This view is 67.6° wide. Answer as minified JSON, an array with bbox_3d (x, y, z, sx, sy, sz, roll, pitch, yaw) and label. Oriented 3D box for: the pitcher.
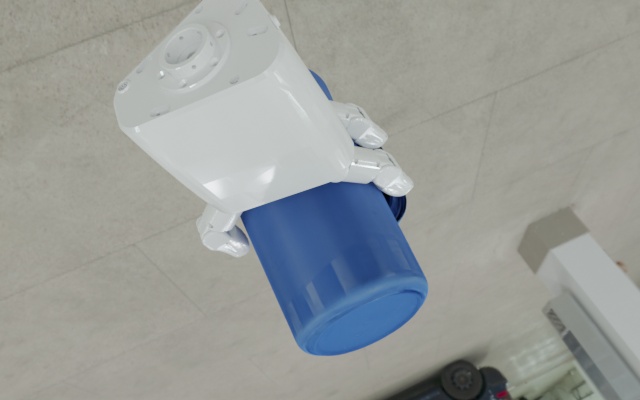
[{"bbox_3d":[0.000,0.001,0.422,0.149,0.242,0.145,-31,-34,7],"label":"pitcher"}]
